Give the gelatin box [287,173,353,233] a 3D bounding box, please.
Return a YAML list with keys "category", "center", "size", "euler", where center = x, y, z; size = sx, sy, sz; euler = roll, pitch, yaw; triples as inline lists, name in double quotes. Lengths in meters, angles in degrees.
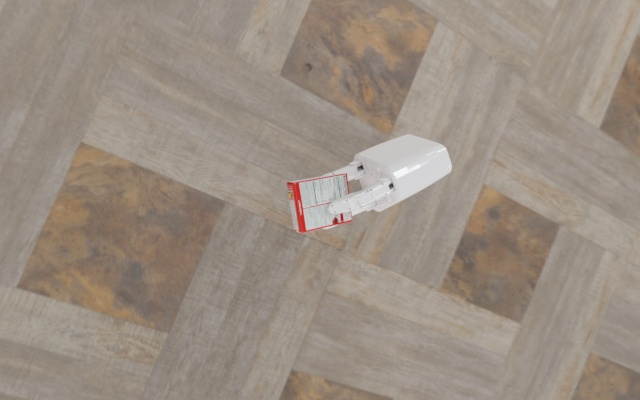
- category: "gelatin box"
  center: [0.000, 0.002, 0.694]
  size: [0.089, 0.073, 0.030]
  euler: [-12, 8, -27]
